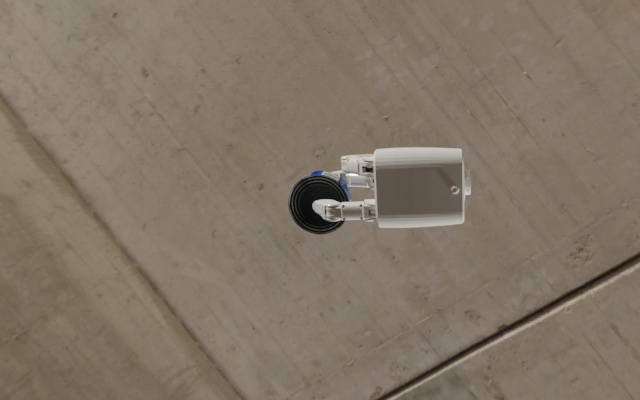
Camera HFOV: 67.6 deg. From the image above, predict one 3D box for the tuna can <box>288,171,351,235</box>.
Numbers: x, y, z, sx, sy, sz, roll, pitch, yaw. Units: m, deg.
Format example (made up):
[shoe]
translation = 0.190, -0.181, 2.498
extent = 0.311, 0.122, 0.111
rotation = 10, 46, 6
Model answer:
[tuna can]
translation = 0.000, 0.002, 0.671
extent = 0.086, 0.086, 0.033
rotation = 0, 15, 10
